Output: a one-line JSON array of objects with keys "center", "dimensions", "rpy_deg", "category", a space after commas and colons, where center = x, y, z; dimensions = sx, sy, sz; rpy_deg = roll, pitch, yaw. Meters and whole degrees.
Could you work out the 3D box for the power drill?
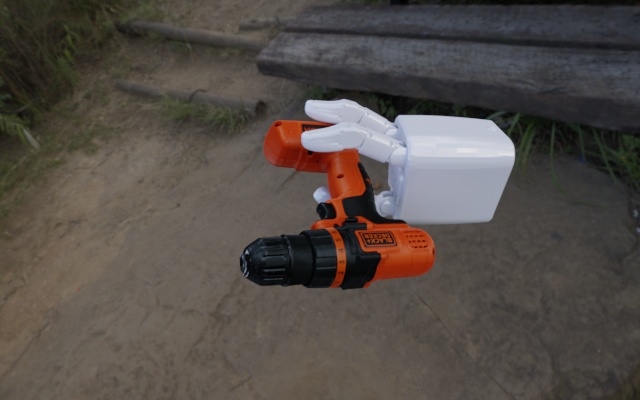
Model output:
[{"center": [0.000, 0.001, 0.465], "dimensions": [0.184, 0.187, 0.057], "rpy_deg": [1, -42, -26], "category": "power drill"}]
